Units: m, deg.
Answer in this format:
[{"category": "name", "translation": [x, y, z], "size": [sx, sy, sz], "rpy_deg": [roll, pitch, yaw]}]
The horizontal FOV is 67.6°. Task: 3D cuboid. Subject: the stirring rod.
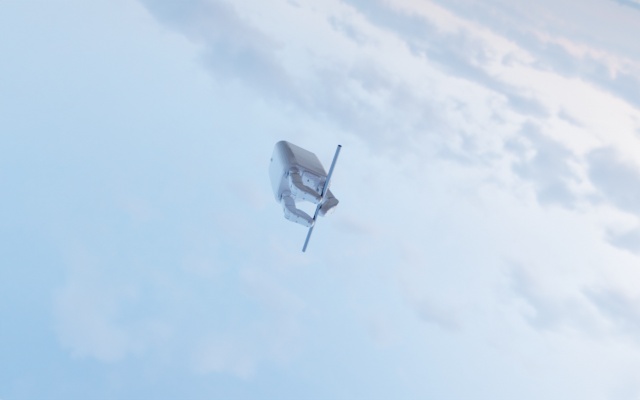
[{"category": "stirring rod", "translation": [0.000, 0.003, 0.887], "size": [0.011, 0.240, 0.011], "rpy_deg": [14, 32, -9]}]
